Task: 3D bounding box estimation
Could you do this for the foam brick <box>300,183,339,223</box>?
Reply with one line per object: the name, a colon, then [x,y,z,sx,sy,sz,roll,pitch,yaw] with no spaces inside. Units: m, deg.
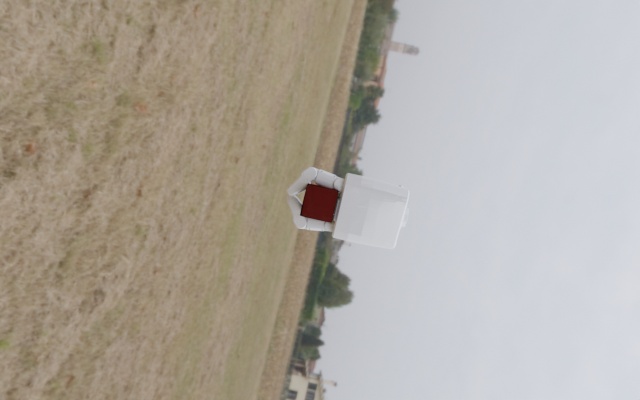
foam brick: [0.000,0.003,0.771,0.051,0.053,0.078,13,4,2]
